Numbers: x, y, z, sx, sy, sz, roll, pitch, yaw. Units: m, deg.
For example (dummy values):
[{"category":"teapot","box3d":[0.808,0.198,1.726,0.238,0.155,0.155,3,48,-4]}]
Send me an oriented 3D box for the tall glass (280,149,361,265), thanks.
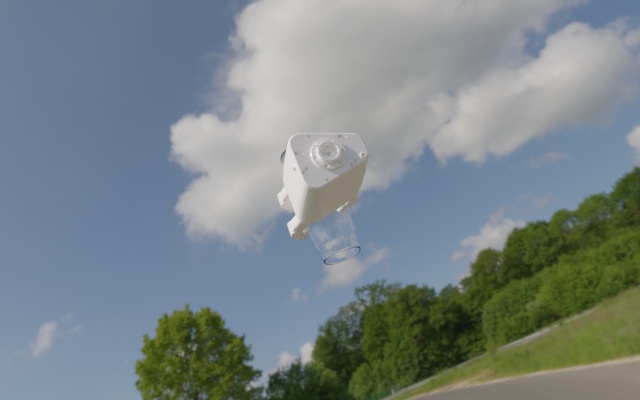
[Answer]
[{"category":"tall glass","box3d":[0.000,0.002,0.786,0.079,0.201,0.079,-19,-23,-8]}]
